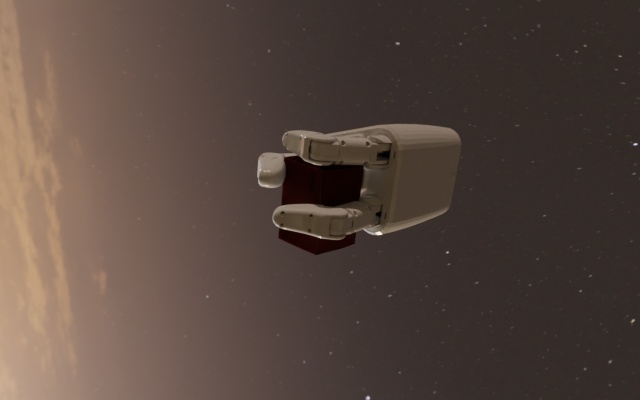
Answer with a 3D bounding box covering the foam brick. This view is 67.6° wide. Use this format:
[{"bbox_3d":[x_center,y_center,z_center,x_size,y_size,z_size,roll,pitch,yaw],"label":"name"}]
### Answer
[{"bbox_3d":[0.000,0.002,0.427,0.051,0.078,0.053,-10,23,-43],"label":"foam brick"}]
